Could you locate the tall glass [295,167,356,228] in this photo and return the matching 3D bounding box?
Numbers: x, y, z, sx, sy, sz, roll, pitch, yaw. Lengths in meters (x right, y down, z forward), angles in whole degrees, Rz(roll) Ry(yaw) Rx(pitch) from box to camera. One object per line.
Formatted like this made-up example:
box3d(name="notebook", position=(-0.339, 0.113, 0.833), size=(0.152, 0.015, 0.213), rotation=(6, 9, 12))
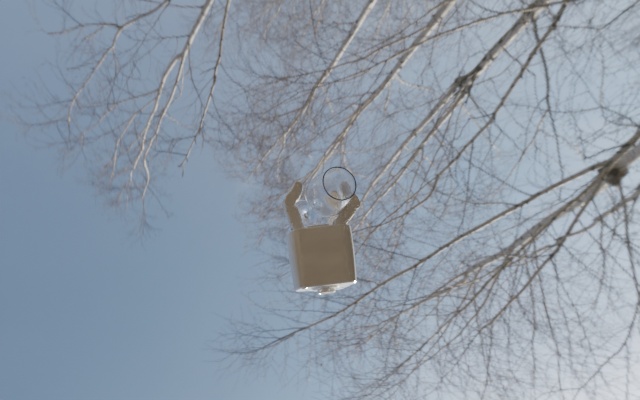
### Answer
box3d(name="tall glass", position=(0.000, 0.003, 0.891), size=(0.079, 0.079, 0.201), rotation=(0, -19, -20))
